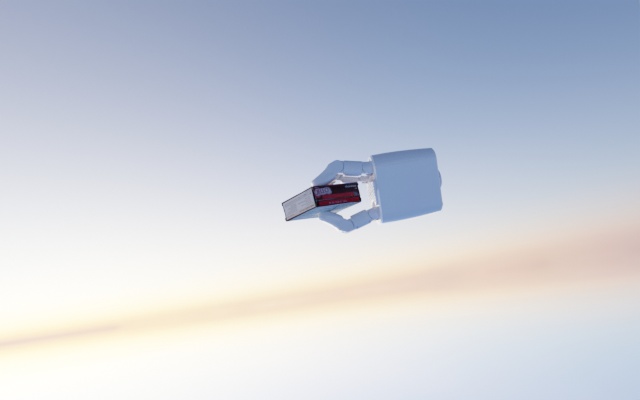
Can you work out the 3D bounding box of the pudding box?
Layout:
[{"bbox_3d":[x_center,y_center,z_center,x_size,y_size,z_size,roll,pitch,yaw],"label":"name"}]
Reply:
[{"bbox_3d":[0.000,0.003,0.794,0.090,0.039,0.113,-5,-13,-32],"label":"pudding box"}]
